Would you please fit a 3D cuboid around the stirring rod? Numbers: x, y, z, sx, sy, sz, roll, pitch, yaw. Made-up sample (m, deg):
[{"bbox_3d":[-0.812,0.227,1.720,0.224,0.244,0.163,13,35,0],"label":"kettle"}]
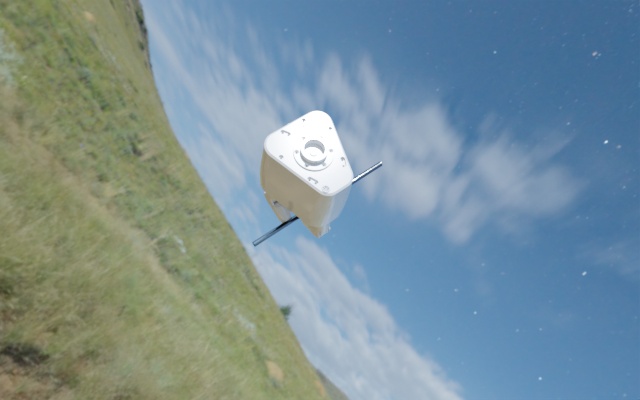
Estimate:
[{"bbox_3d":[0.000,0.002,0.726,0.239,0.011,0.011,-32,11,-18],"label":"stirring rod"}]
